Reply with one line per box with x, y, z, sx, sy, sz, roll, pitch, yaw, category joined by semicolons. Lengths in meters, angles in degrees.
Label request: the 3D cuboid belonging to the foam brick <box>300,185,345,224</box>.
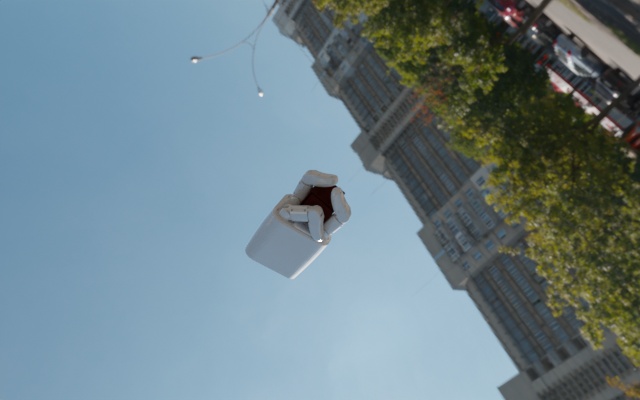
0.000;0.003;0.827;0.053;0.051;0.078;39;29;-2;foam brick
